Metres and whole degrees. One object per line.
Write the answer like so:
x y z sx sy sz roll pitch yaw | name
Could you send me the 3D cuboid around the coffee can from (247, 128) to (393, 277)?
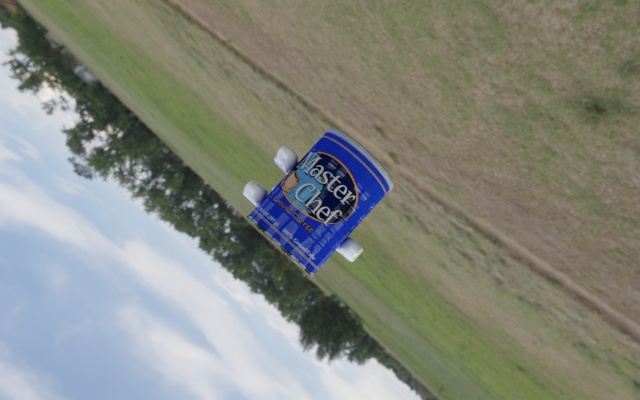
0.000 0.002 0.552 0.103 0.140 0.103 42 -6 6 | coffee can
